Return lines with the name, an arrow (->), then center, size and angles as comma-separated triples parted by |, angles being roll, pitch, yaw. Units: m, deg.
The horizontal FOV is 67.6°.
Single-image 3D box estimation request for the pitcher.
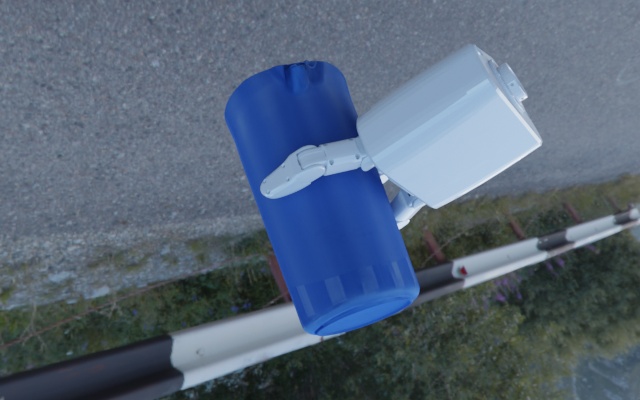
pitcher -> 0.000, 0.001, 0.468 | 0.145, 0.242, 0.149 | -33, -26, 27
